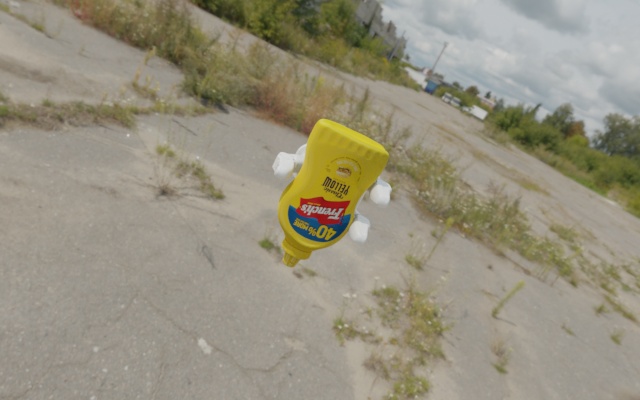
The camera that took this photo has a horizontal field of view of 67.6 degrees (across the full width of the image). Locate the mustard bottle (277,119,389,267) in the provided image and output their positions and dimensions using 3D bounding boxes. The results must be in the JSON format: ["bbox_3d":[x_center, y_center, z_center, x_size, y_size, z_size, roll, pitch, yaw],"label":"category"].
[{"bbox_3d":[0.000,0.002,0.599,0.096,0.192,0.058,22,19,-18],"label":"mustard bottle"}]
